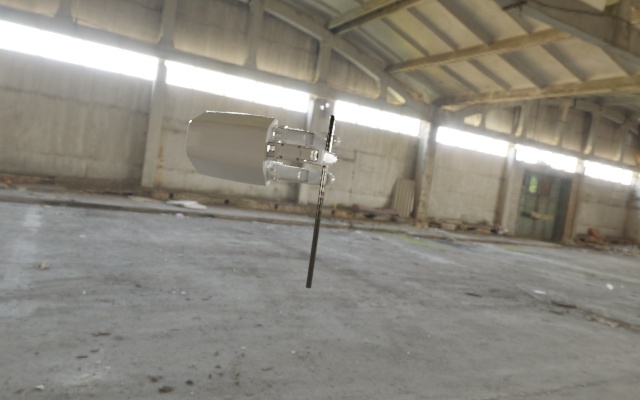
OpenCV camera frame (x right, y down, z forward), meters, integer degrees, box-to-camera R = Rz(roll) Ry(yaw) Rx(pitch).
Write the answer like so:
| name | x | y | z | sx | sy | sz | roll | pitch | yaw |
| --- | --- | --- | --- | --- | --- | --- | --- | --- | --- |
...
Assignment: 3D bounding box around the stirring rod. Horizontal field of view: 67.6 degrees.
| name | x | y | z | sx | sy | sz | roll | pitch | yaw |
| --- | --- | --- | --- | --- | --- | --- | --- | --- | --- |
| stirring rod | 0.000 | 0.002 | 0.660 | 0.011 | 0.239 | 0.011 | 8 | 2 | 0 |
